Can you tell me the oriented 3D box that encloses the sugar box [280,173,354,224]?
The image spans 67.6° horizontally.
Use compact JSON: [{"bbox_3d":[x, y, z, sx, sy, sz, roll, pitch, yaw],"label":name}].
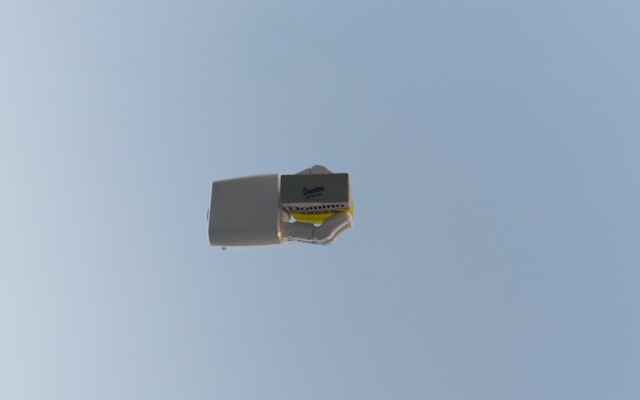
[{"bbox_3d":[0.000,0.003,0.703,0.093,0.048,0.176,-1,-10,6],"label":"sugar box"}]
